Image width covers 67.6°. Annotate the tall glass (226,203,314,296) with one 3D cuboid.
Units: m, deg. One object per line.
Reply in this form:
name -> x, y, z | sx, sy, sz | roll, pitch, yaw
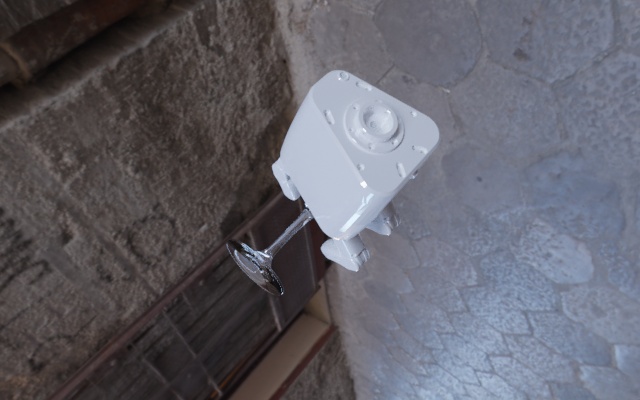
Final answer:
tall glass -> 0.000, 0.002, 0.499 | 0.201, 0.079, 0.079 | -45, 23, -26
